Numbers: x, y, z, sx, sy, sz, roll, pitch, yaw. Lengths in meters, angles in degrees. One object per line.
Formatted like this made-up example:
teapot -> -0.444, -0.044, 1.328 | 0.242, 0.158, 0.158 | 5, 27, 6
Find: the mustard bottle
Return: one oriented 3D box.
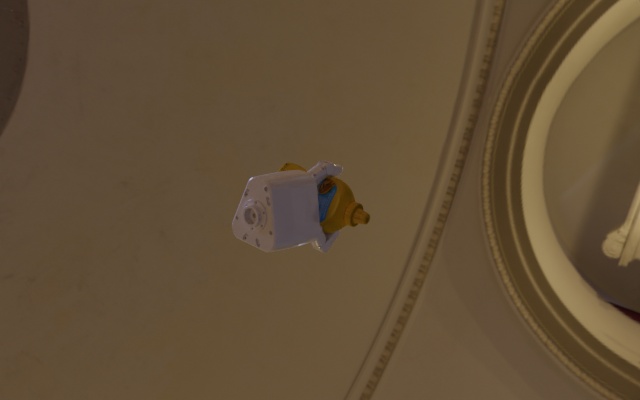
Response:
mustard bottle -> 0.000, 0.003, 0.822 | 0.191, 0.096, 0.058 | 20, -6, 33
